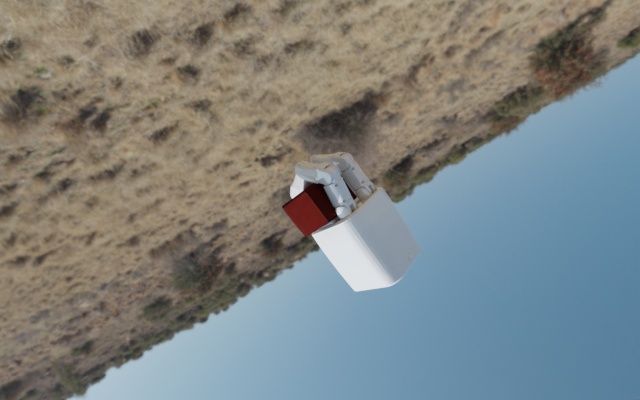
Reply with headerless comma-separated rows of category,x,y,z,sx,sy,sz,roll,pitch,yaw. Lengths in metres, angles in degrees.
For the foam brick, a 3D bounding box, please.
foam brick,0.000,0.002,0.630,0.053,0.051,0.078,-33,5,43
